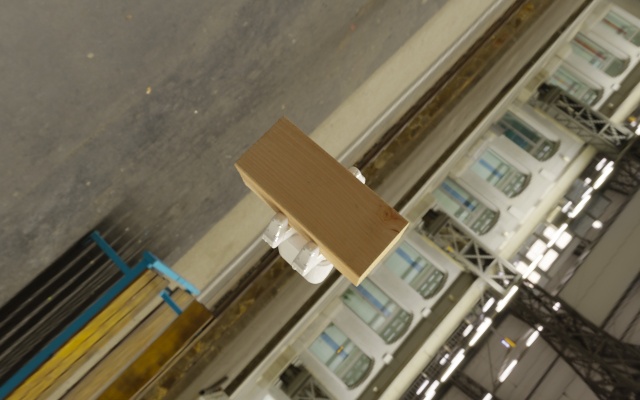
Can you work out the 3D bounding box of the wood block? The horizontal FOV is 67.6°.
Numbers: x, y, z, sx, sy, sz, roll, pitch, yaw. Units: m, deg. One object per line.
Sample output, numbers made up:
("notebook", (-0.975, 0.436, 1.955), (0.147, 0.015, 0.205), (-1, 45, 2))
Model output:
("wood block", (0.000, 0.002, 0.610), (0.206, 0.091, 0.090), (41, -12, 12))
